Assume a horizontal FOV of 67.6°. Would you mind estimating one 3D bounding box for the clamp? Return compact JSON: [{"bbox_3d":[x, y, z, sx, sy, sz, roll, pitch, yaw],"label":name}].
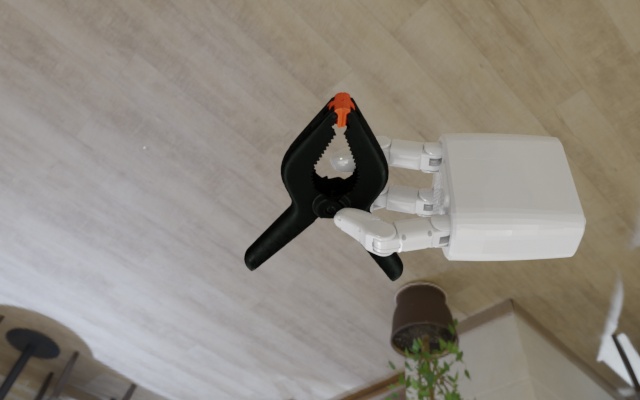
[{"bbox_3d":[0.000,0.002,0.442,0.164,0.210,0.036,-2,40,2],"label":"clamp"}]
